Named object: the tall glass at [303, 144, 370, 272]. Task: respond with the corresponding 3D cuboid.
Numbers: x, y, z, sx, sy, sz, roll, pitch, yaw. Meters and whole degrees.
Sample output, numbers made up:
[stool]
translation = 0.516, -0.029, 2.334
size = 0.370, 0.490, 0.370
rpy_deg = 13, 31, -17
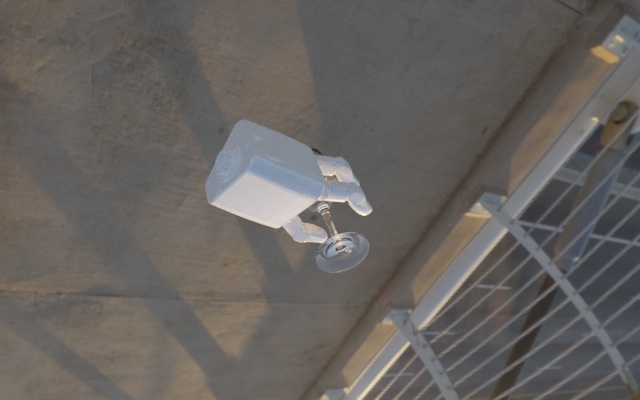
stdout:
[tall glass]
translation = 0.000, 0.003, 0.683
size = 0.079, 0.079, 0.201
rpy_deg = 0, 41, -22
